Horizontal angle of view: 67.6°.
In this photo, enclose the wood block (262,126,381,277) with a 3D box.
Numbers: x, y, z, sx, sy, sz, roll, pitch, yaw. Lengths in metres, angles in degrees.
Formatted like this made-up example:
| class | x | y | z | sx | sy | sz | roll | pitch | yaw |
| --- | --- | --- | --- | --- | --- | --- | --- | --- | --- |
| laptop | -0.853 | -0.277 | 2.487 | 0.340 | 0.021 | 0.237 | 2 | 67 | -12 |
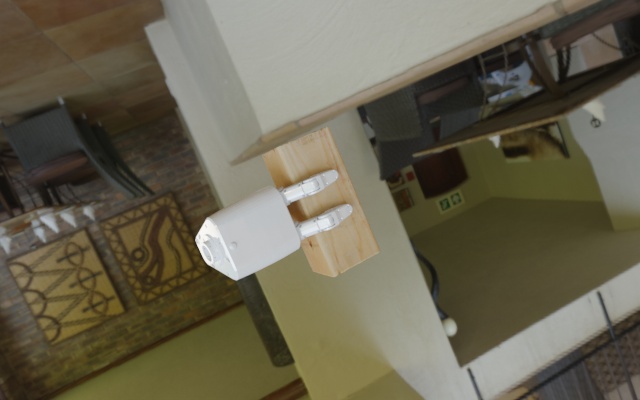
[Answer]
| class | x | y | z | sx | sy | sz | roll | pitch | yaw |
| --- | --- | --- | --- | --- | --- | --- | --- | --- | --- |
| wood block | 0.000 | 0.003 | 0.739 | 0.090 | 0.206 | 0.091 | -26 | 8 | -21 |
